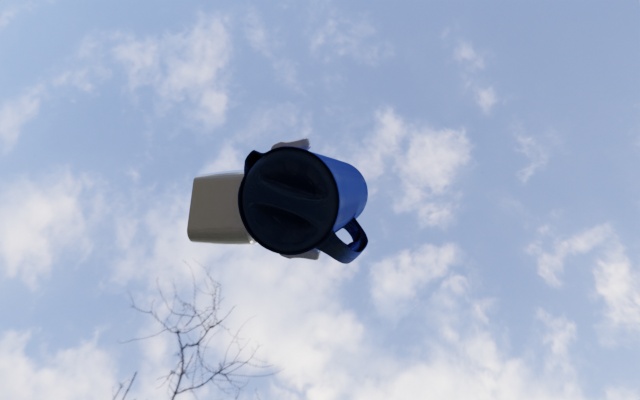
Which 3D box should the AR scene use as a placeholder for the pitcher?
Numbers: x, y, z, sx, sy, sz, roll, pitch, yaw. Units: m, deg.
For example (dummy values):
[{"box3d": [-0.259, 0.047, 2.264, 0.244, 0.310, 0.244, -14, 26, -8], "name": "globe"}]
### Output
[{"box3d": [0.000, 0.002, 0.687, 0.145, 0.149, 0.243, -1, 3, 18], "name": "pitcher"}]
